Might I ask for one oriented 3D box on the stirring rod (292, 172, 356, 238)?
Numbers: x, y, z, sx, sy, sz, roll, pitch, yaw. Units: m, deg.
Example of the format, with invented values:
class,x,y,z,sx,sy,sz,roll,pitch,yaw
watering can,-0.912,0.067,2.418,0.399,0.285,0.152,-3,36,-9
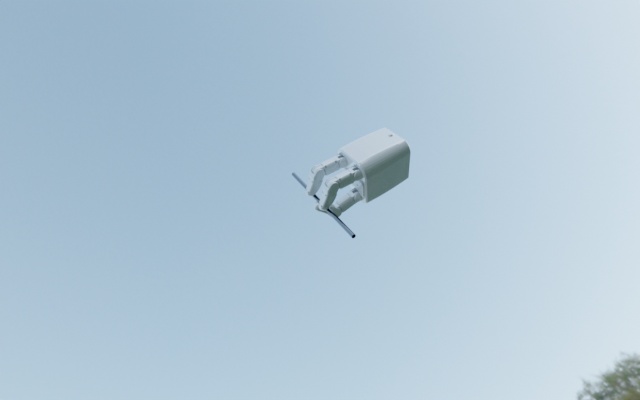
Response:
class,x,y,z,sx,sy,sz,roll,pitch,yaw
stirring rod,0.000,0.003,0.886,0.011,0.011,0.239,0,28,-32
